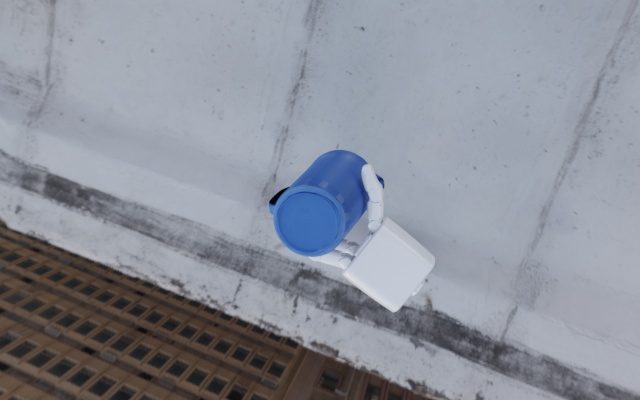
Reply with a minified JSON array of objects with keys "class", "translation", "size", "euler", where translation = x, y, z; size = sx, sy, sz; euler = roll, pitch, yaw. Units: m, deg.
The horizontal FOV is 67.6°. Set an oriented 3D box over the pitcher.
[{"class":"pitcher","translation":[0.000,0.003,0.779],"size":[0.145,0.149,0.242],"euler":[40,20,2]}]
